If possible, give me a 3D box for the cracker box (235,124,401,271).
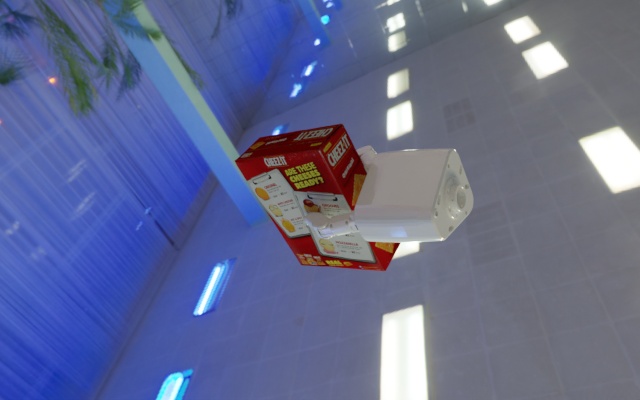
[{"bbox_3d":[0.000,0.003,0.691,0.164,0.214,0.072,-2,38,40],"label":"cracker box"}]
